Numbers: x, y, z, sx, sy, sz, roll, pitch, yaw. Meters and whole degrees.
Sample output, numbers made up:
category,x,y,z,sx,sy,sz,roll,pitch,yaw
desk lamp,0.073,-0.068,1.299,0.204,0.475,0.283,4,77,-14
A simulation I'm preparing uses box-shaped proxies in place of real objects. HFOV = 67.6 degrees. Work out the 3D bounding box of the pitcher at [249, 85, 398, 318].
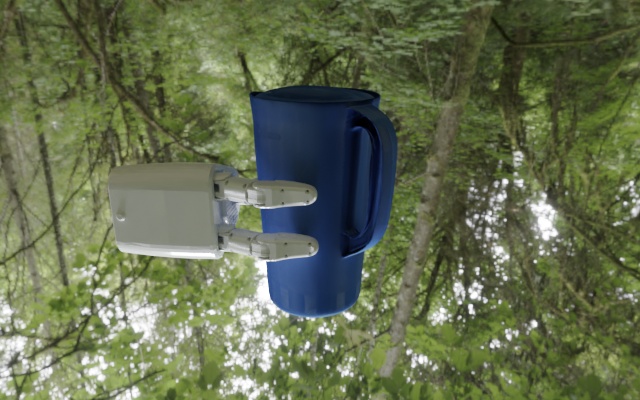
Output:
category,x,y,z,sx,sy,sz,roll,pitch,yaw
pitcher,0.000,0.002,0.514,0.145,0.243,0.149,1,19,3
